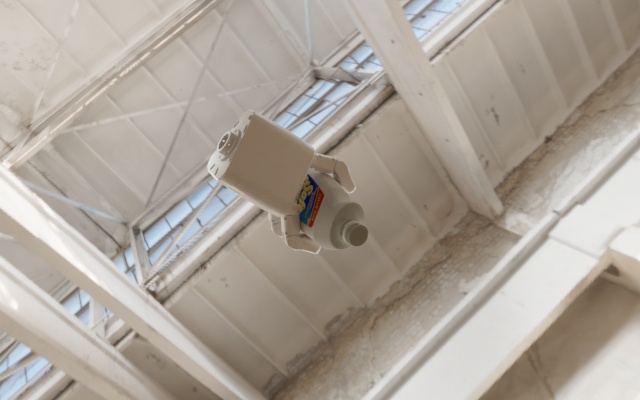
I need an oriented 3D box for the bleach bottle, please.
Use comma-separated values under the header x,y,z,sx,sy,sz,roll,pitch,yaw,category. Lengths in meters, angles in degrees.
x,y,z,sx,sy,sz,roll,pitch,yaw,category
0.000,0.002,0.705,0.068,0.102,0.250,30,2,-30,bleach bottle
